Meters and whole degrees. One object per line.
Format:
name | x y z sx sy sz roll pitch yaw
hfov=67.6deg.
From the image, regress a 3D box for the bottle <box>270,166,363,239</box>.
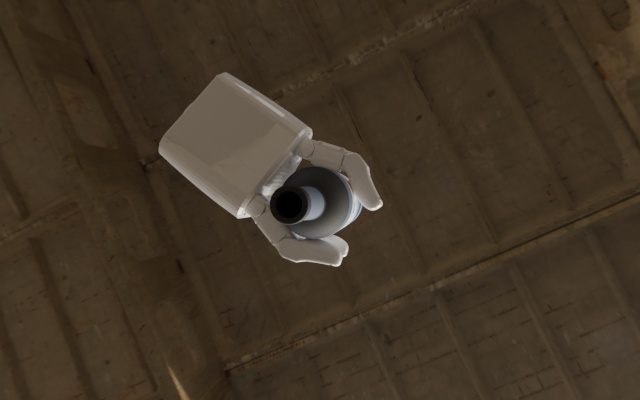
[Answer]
bottle | 0.000 0.002 0.470 0.069 0.069 0.295 0 1 8
